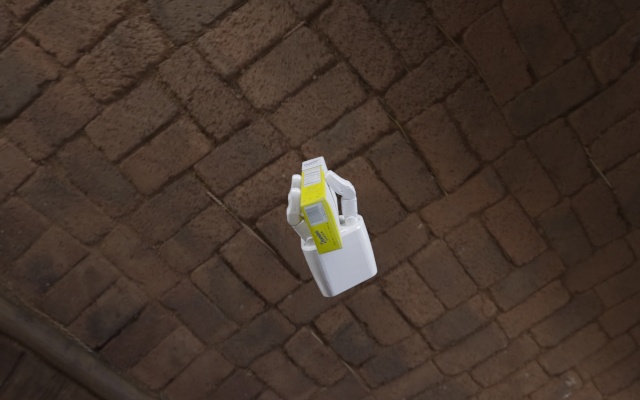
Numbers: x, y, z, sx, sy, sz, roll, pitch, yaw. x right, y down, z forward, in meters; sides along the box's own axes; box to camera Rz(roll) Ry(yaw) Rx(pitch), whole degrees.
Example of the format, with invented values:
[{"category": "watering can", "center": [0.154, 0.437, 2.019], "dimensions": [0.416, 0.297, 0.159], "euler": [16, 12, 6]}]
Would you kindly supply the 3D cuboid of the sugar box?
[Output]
[{"category": "sugar box", "center": [0.000, 0.003, 0.793], "dimensions": [0.048, 0.093, 0.176], "euler": [-17, 24, 4]}]
